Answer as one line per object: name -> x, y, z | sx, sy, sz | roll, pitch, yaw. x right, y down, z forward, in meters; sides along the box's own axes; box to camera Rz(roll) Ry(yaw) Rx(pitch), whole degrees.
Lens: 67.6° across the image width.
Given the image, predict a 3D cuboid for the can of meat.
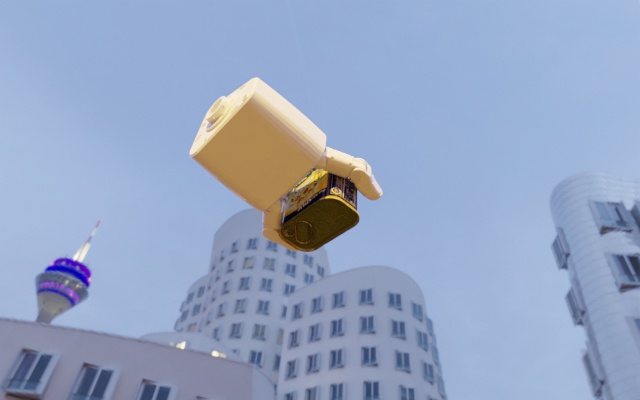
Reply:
can of meat -> 0.000, 0.002, 0.590 | 0.057, 0.083, 0.102 | 36, -52, -26
